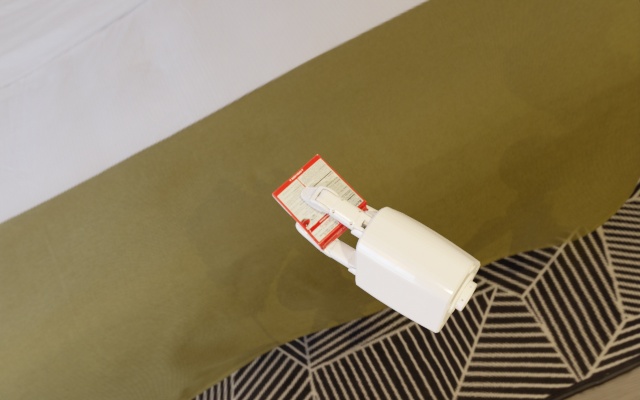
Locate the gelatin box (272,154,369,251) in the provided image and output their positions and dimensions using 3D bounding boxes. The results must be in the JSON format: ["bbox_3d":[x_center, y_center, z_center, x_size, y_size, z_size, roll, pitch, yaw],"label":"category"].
[{"bbox_3d":[0.000,0.001,0.557,0.073,0.089,0.030,-42,-21,-5],"label":"gelatin box"}]
